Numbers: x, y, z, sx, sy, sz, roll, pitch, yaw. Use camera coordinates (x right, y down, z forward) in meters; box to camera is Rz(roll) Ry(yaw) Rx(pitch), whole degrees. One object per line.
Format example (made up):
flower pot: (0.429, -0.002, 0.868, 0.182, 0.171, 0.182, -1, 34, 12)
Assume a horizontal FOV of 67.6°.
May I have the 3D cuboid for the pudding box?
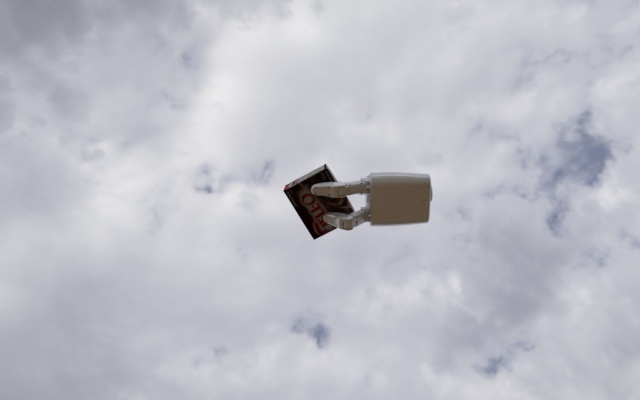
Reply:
pudding box: (0.000, 0.003, 0.857, 0.090, 0.113, 0.039, -28, 16, 10)
